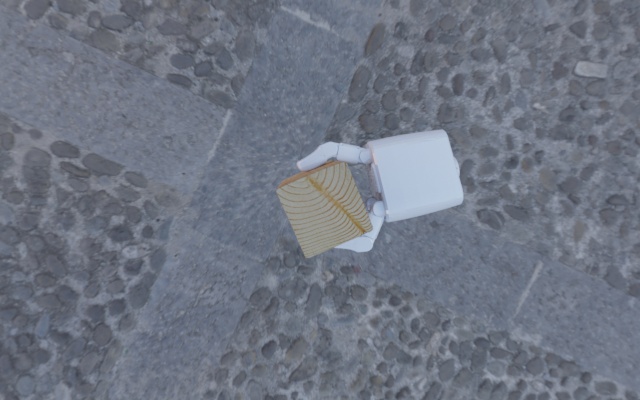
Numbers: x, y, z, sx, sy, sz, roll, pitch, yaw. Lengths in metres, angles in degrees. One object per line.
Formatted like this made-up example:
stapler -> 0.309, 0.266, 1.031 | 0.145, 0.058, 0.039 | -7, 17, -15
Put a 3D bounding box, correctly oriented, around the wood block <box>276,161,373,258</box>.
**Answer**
wood block -> 0.000, 0.002, 0.653 | 0.090, 0.091, 0.206 | -23, 6, -1
